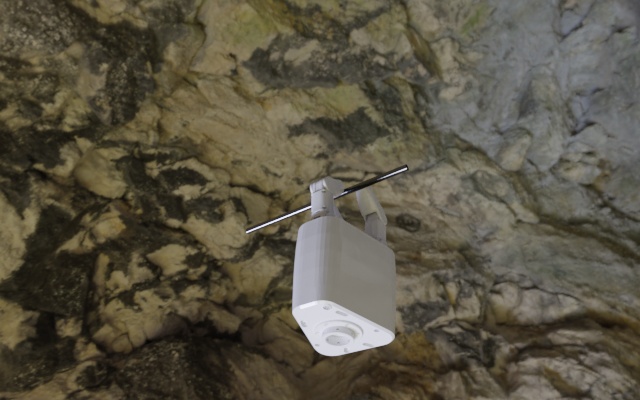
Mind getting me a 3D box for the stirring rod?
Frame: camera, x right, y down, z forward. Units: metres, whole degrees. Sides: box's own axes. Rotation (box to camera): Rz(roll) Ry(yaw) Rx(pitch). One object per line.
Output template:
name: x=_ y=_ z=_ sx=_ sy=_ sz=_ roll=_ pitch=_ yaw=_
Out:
stirring rod: x=0.000 y=0.002 z=0.605 sx=0.239 sy=0.011 sz=0.011 roll=-22 pitch=-10 yaw=26
